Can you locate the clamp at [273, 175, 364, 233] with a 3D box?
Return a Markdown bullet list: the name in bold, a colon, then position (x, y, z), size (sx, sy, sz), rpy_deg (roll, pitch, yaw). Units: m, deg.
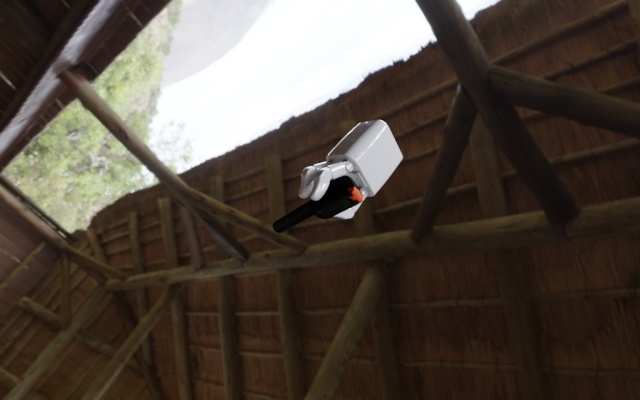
- **clamp**: position (0.001, 0.003, 0.880), size (0.036, 0.164, 0.210), rpy_deg (47, -19, -22)
